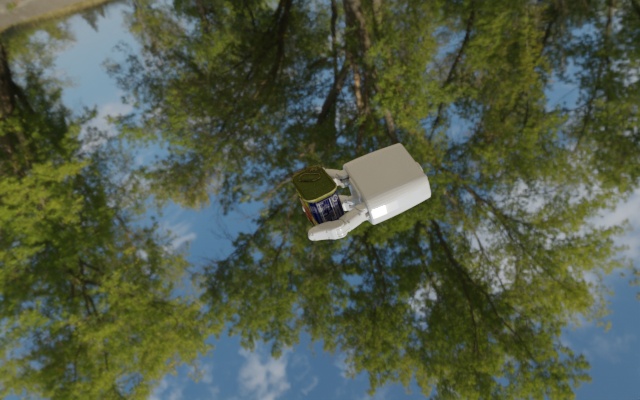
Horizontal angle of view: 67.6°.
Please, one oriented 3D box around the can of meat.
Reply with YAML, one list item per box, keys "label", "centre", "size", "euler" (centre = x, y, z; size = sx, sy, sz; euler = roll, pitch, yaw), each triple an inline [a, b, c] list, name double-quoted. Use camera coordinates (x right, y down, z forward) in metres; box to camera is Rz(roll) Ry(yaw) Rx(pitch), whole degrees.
- label: "can of meat"
  centre: [0.000, 0.003, 0.784]
  size: [0.057, 0.084, 0.102]
  euler: [-26, 33, -8]
